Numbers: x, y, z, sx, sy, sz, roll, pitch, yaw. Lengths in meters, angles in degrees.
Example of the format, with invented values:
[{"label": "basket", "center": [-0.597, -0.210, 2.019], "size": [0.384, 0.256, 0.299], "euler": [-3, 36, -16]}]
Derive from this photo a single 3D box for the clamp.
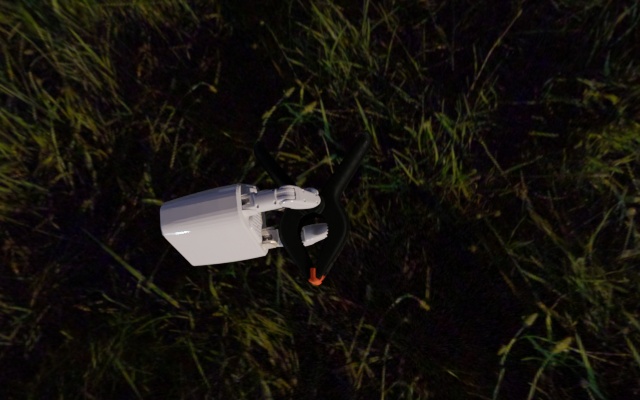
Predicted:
[{"label": "clamp", "center": [0.000, 0.002, 0.628], "size": [0.164, 0.210, 0.036], "euler": [-11, -18, 8]}]
